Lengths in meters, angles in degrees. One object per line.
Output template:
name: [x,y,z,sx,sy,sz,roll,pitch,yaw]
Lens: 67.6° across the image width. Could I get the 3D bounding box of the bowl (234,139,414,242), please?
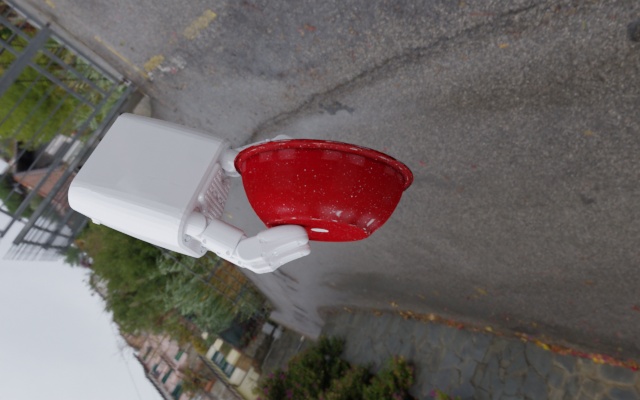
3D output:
bowl: [0.001,0.002,0.425,0.162,0.055,0.162,5,-16,1]
